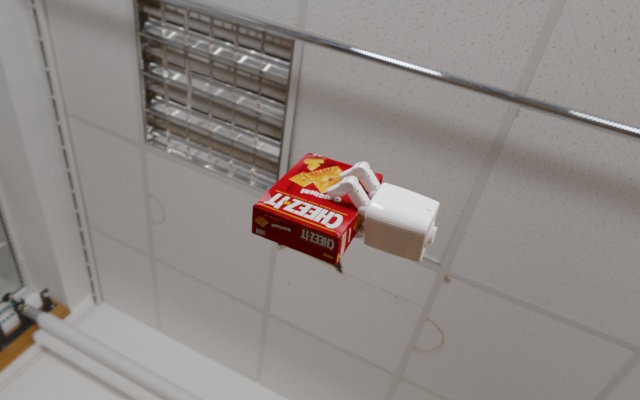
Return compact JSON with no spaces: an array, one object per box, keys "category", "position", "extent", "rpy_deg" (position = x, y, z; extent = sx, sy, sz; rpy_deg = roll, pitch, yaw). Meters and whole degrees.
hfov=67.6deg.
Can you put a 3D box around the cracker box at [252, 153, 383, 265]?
[{"category":"cracker box","position":[0.000,0.003,0.866],"extent":[0.164,0.072,0.213],"rpy_deg":[19,37,18]}]
